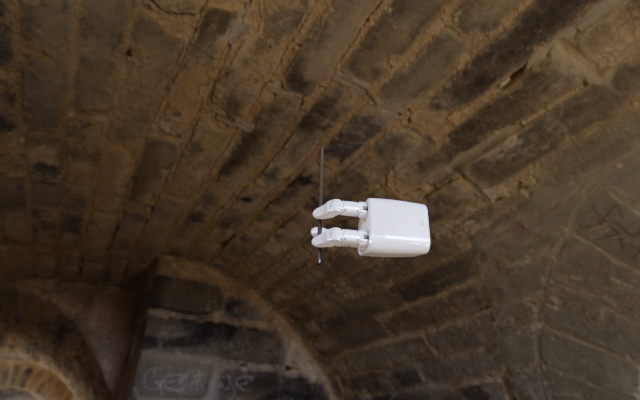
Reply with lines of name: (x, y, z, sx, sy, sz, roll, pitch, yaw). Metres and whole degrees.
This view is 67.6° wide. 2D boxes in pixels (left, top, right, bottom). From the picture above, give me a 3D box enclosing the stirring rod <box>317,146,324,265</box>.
stirring rod: (0.000, 0.003, 0.875, 0.011, 0.239, 0.011, 1, -28, 1)
